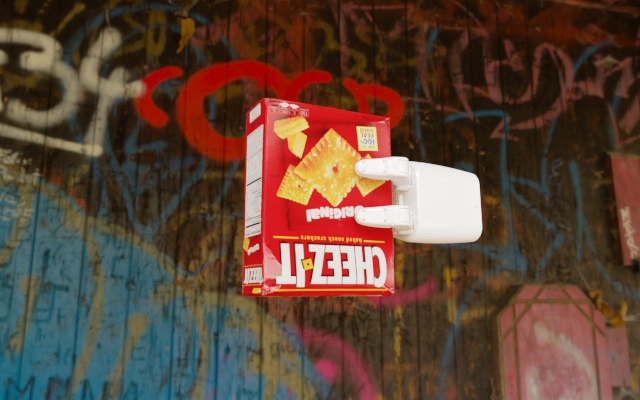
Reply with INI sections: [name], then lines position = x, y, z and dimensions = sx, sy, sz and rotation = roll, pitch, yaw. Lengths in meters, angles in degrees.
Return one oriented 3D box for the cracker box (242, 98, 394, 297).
[cracker box]
position = 0.000, 0.002, 0.548
dimensions = 0.164, 0.213, 0.072
rotation = 5, -12, -26
